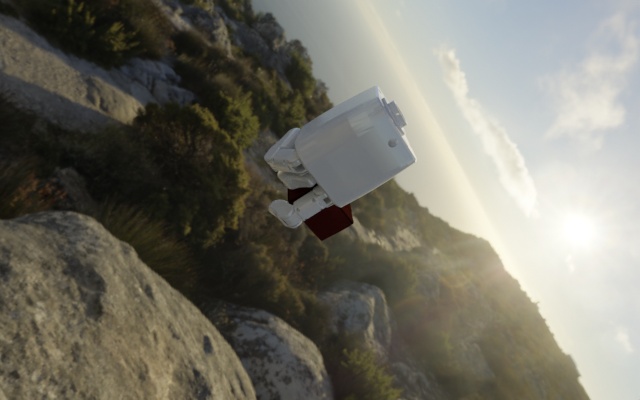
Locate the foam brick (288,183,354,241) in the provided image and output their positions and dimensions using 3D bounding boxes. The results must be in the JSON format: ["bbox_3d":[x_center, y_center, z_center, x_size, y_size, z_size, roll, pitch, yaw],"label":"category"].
[{"bbox_3d":[0.000,0.002,0.609,0.051,0.078,0.053,-29,34,16],"label":"foam brick"}]
